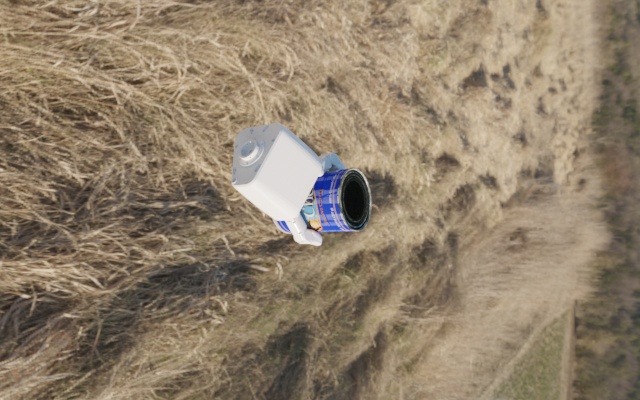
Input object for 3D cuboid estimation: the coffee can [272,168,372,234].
[{"bbox_3d":[0.000,0.003,0.801,0.140,0.103,0.103,-4,-2,34],"label":"coffee can"}]
